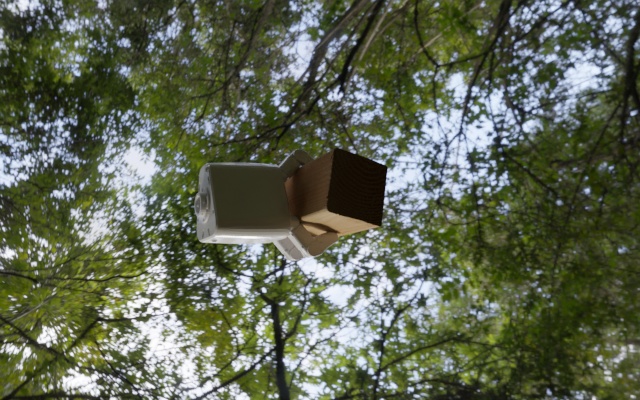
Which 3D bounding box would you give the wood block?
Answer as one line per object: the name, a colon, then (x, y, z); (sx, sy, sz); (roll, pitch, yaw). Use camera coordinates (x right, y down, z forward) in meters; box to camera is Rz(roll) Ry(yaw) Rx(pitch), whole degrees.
wood block: (0.000, 0.002, 0.715); (0.090, 0.090, 0.206); (16, -19, -27)
